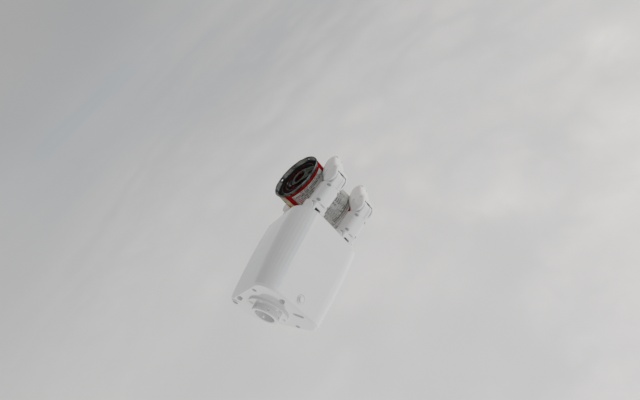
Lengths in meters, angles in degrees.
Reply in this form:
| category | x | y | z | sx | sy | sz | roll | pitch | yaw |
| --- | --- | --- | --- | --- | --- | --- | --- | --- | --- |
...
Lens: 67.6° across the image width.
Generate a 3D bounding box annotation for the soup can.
| category | x | y | z | sx | sy | sz | roll | pitch | yaw |
| --- | --- | --- | --- | --- | --- | --- | --- | --- | --- |
| soup can | 0.000 | 0.002 | 0.619 | 0.102 | 0.068 | 0.068 | 46 | -24 | -25 |
